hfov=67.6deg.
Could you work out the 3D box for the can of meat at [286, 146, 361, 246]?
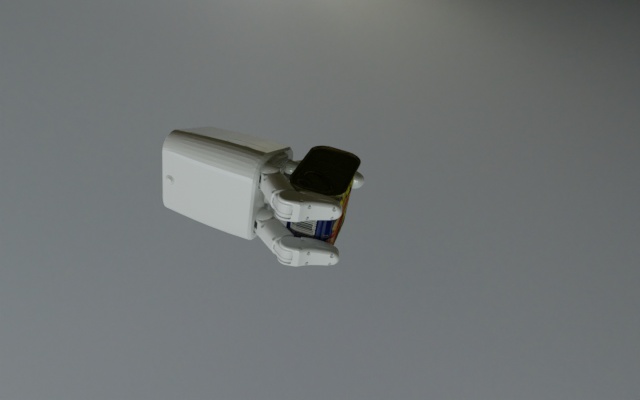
[{"bbox_3d":[0.000,0.002,0.509,0.057,0.084,0.102,17,32,9],"label":"can of meat"}]
